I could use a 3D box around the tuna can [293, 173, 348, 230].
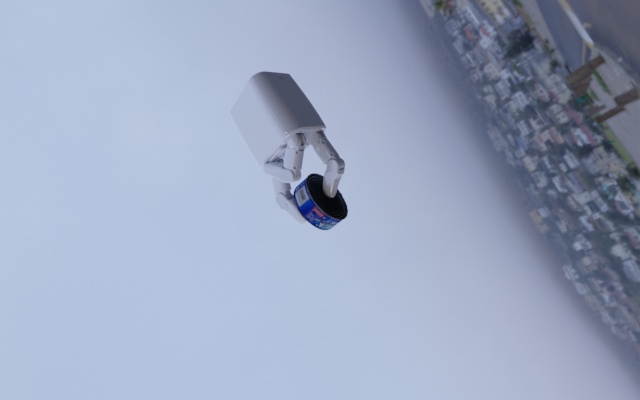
[{"bbox_3d":[0.000,0.003,0.728,0.034,0.086,0.086,-40,-22,28],"label":"tuna can"}]
